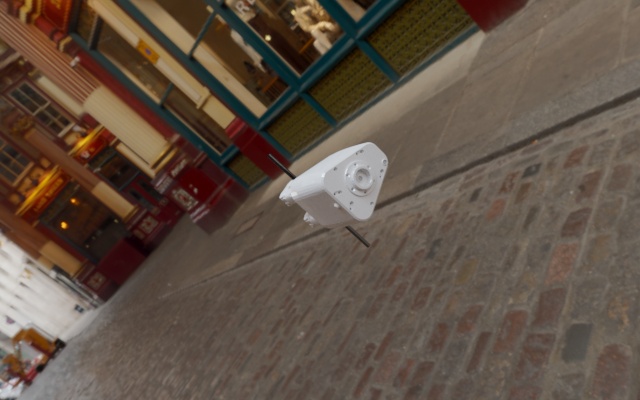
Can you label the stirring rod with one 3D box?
[{"bbox_3d":[0.000,0.003,0.819,0.239,0.011,0.011,42,-13,-15],"label":"stirring rod"}]
